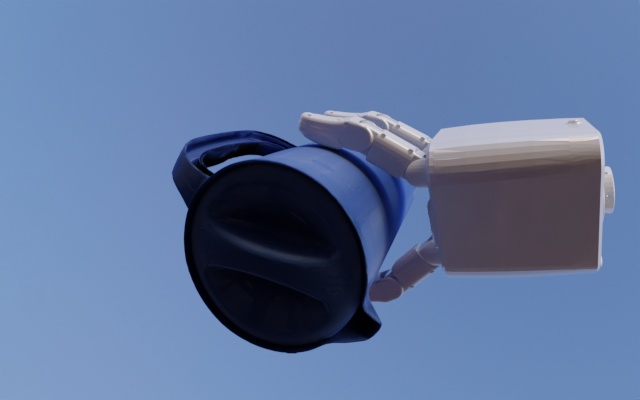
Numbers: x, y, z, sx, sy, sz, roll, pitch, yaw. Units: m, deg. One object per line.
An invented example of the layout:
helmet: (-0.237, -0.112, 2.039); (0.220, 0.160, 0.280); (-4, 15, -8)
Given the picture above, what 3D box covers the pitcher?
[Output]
pitcher: (0.000, 0.001, 0.409); (0.145, 0.149, 0.242); (-5, 14, 23)
